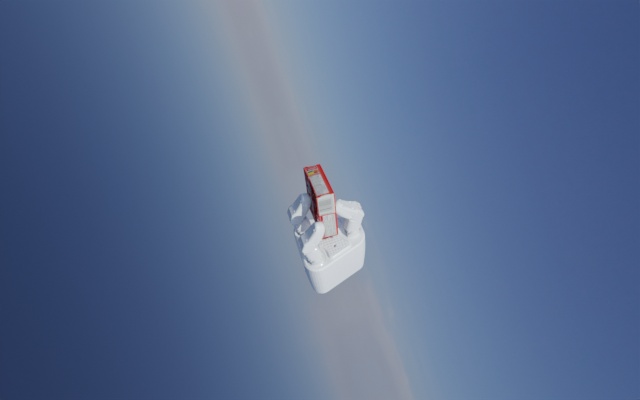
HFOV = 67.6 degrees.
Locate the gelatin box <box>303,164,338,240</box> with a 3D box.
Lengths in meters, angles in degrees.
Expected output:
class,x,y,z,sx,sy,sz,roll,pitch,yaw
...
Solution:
class,x,y,z,sx,sy,sz,roll,pitch,yaw
gelatin box,0.001,0.002,0.717,0.030,0.089,0.073,-14,43,-8
